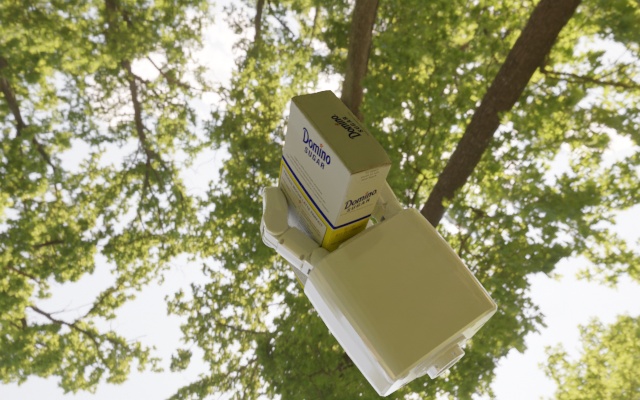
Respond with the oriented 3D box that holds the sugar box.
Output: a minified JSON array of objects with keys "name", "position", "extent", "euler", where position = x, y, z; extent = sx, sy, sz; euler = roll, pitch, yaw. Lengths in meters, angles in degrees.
[{"name":"sugar box","position":[0.001,0.001,0.425],"extent":[0.048,0.093,0.176],"euler":[-17,-34,-29]}]
